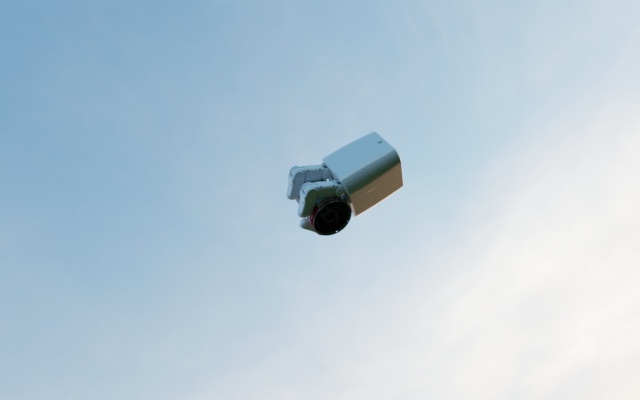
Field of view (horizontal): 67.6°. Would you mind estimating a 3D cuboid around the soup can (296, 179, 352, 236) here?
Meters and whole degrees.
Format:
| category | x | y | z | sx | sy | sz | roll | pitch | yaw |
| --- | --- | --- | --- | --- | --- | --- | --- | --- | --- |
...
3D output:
| category | x | y | z | sx | sy | sz | roll | pitch | yaw |
| --- | --- | --- | --- | --- | --- | --- | --- | --- | --- |
| soup can | 0.000 | 0.003 | 0.809 | 0.068 | 0.068 | 0.102 | 0 | 32 | -28 |
